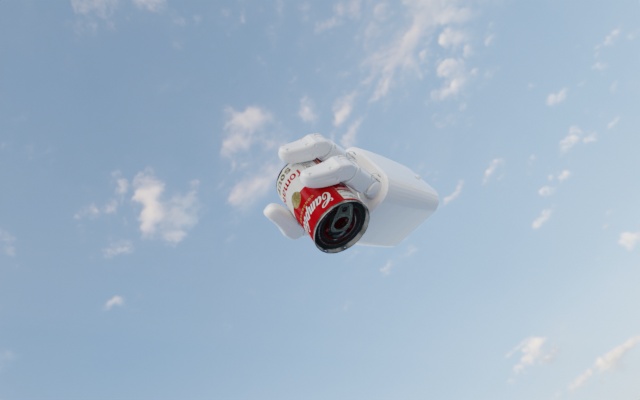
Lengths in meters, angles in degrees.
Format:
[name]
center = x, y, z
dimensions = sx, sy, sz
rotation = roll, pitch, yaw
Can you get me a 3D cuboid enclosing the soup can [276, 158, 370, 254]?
[soup can]
center = 0.000, 0.002, 0.537
dimensions = 0.068, 0.068, 0.102
rotation = 0, 33, -34
